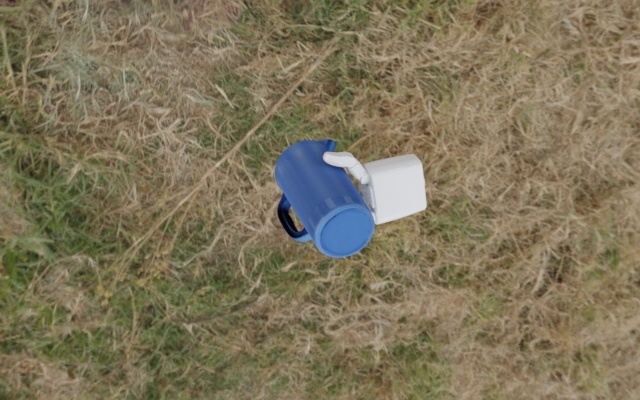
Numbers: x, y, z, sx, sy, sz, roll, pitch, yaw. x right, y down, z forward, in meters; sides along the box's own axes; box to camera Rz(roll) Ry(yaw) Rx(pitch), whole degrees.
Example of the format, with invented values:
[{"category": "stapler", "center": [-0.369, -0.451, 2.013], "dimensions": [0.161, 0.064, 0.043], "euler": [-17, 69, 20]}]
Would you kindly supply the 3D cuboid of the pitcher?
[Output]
[{"category": "pitcher", "center": [0.000, 0.003, 0.885], "dimensions": [0.145, 0.149, 0.242], "euler": [-14, 34, -12]}]
